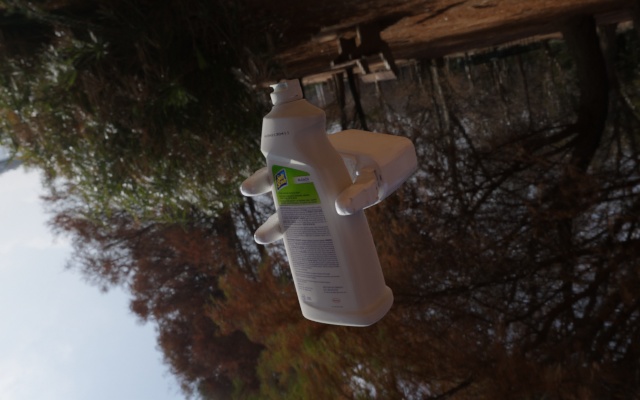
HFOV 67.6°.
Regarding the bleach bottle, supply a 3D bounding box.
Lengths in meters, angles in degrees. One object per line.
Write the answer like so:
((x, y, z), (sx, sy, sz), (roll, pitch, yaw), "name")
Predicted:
((0.000, 0.002, 0.493), (0.102, 0.251, 0.068), (-4, 17, 35), "bleach bottle")
